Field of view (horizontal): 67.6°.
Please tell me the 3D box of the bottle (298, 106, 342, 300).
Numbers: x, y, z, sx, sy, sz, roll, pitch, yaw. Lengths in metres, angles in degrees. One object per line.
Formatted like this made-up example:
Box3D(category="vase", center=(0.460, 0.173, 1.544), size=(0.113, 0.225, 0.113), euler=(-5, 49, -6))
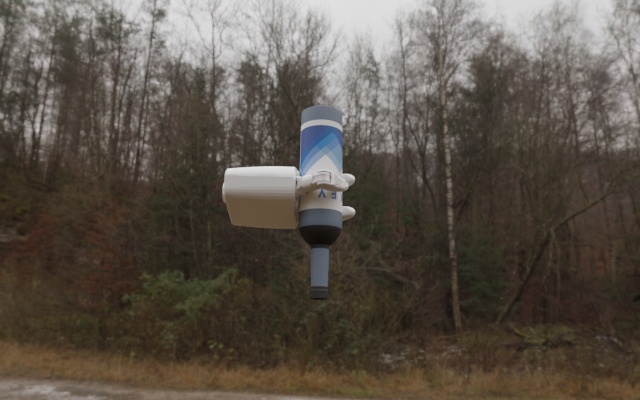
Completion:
Box3D(category="bottle", center=(0.000, 0.002, 0.735), size=(0.069, 0.295, 0.069), euler=(1, -16, 0))
